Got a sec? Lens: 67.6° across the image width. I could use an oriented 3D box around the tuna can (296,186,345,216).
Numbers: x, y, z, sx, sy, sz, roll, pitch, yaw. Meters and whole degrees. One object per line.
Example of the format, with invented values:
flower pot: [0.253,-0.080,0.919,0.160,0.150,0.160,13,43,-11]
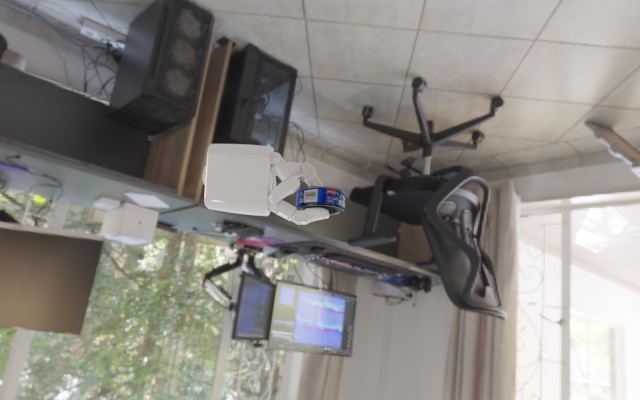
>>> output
tuna can: [0.000,0.003,0.831,0.086,0.033,0.086,2,-15,1]
